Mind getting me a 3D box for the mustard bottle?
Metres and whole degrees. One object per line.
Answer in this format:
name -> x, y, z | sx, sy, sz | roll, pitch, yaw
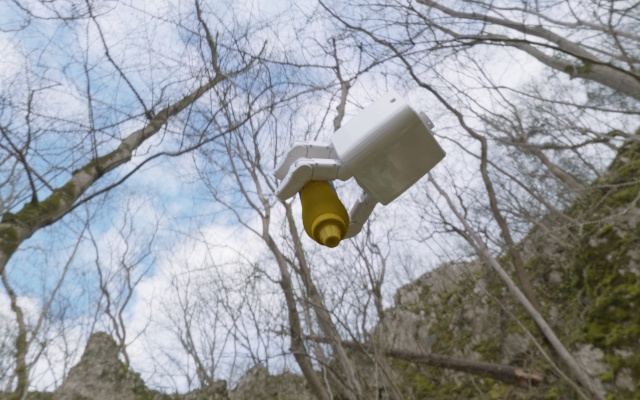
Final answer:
mustard bottle -> 0.000, 0.002, 0.630 | 0.058, 0.096, 0.191 | -17, 30, -1
